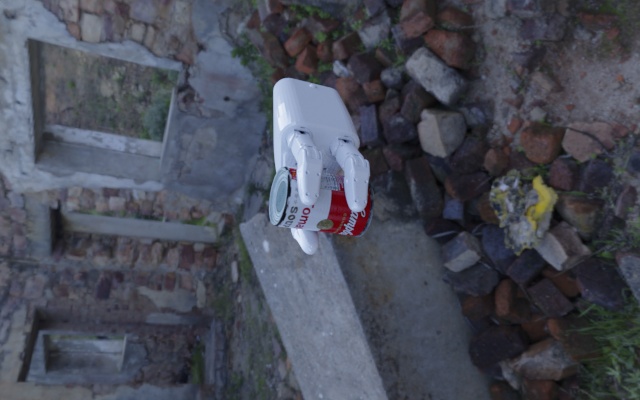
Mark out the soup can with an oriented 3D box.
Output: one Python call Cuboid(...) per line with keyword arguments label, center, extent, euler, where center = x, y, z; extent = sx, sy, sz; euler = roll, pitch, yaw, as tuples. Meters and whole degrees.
Cuboid(label="soup can", center=(0.000, 0.002, 0.539), extent=(0.102, 0.068, 0.068), euler=(9, -3, -21))
